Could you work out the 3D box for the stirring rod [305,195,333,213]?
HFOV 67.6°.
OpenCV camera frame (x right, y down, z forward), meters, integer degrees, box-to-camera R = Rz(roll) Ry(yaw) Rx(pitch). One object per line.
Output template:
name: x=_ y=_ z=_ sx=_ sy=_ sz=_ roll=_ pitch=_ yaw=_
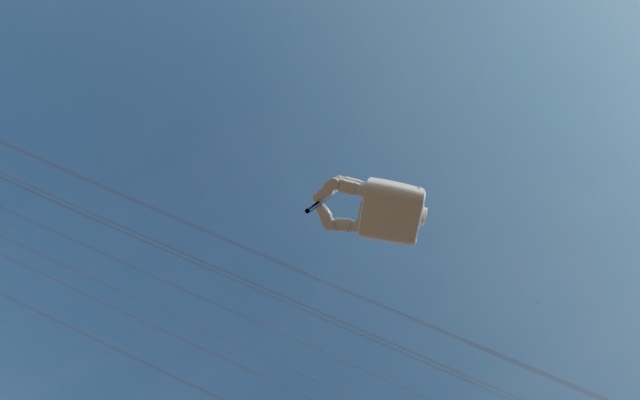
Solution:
stirring rod: x=0.000 y=0.003 z=0.880 sx=0.011 sy=0.011 sz=0.239 roll=0 pitch=7 yaw=10
